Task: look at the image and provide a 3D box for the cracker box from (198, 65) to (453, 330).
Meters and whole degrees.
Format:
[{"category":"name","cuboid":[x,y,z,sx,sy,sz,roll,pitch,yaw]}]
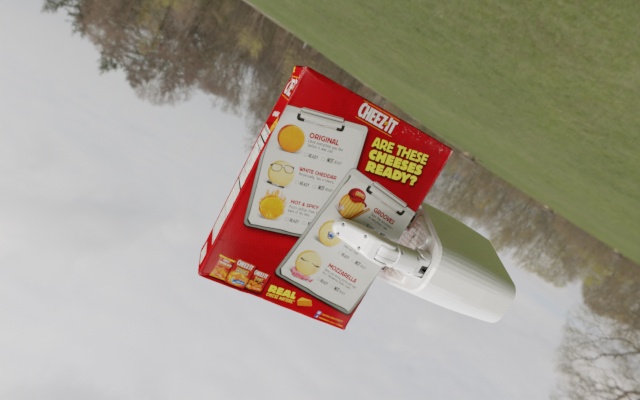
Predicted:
[{"category":"cracker box","cuboid":[0.000,0.002,0.472,0.164,0.214,0.072,25,11,-19]}]
